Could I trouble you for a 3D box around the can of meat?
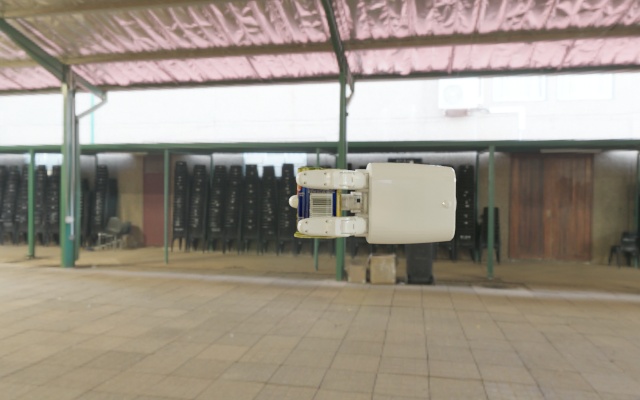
[{"bbox_3d":[0.000,0.002,0.607,0.057,0.084,0.102,1,1,5],"label":"can of meat"}]
